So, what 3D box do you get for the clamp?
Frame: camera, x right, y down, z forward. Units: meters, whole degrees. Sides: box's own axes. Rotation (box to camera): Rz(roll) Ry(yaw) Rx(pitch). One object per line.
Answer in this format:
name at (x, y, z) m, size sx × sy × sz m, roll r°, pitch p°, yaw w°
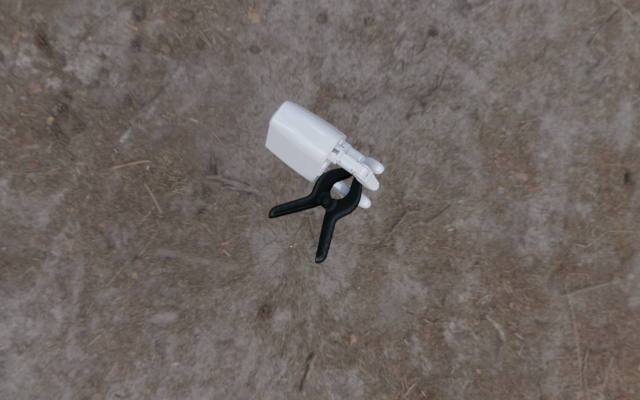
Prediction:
clamp at (0.000, 0.002, 0.777) m, size 0.120 × 0.171 × 0.039 m, roll 35°, pitch -6°, yaw 4°
